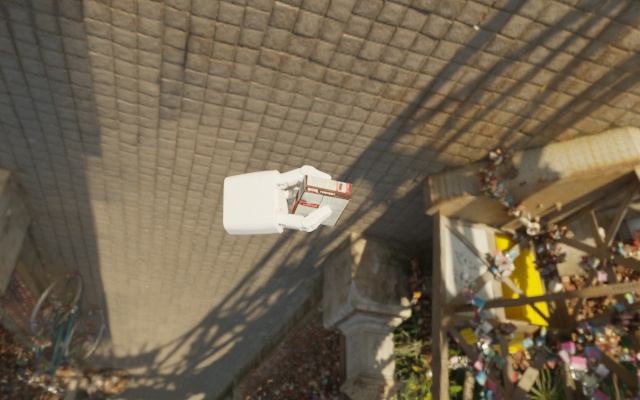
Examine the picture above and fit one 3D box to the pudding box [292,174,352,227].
[{"bbox_3d":[0.000,0.003,0.896,0.090,0.039,0.113,10,-30,-11],"label":"pudding box"}]
